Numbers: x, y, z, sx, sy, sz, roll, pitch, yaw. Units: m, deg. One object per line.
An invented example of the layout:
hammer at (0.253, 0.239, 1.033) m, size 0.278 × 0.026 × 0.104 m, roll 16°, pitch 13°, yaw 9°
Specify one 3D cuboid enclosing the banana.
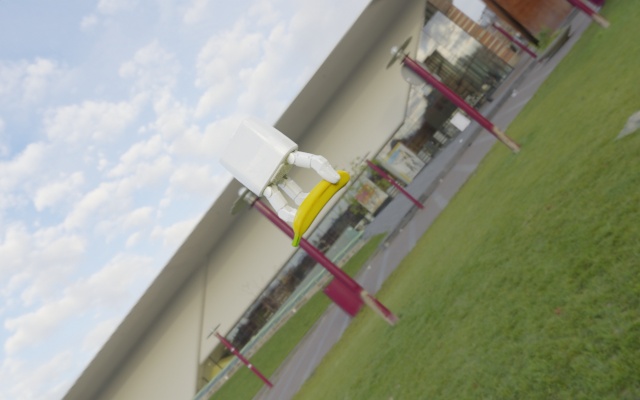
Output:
banana at (0.002, -0.005, 0.866) m, size 0.037 × 0.197 × 0.070 m, roll 34°, pitch -34°, yaw 10°
